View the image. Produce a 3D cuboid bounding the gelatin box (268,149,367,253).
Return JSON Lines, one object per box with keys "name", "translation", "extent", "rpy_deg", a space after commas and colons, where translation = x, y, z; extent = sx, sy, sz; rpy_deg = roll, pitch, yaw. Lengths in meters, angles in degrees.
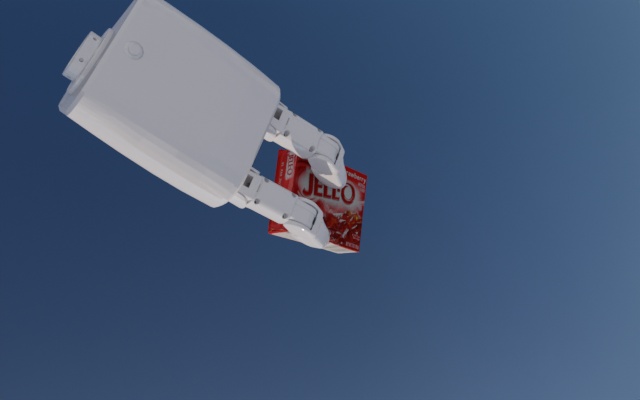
{"name": "gelatin box", "translation": [0.000, 0.001, 0.413], "extent": [0.030, 0.073, 0.089], "rpy_deg": [-8, -21, 45]}
